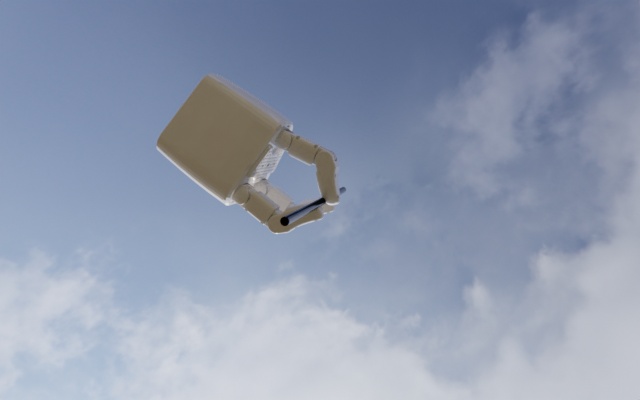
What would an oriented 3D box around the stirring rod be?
[{"bbox_3d":[0.000,0.002,0.509,0.011,0.011,0.239,0,7,14],"label":"stirring rod"}]
